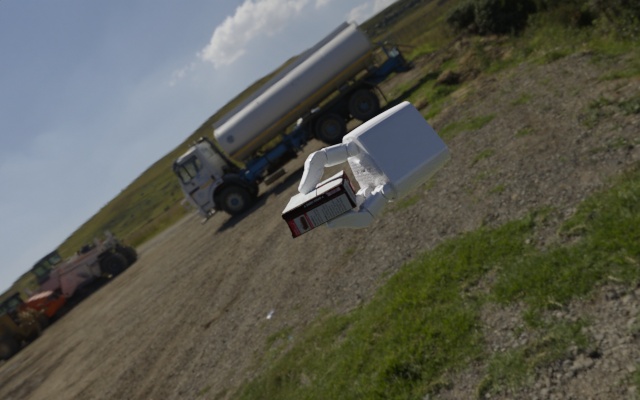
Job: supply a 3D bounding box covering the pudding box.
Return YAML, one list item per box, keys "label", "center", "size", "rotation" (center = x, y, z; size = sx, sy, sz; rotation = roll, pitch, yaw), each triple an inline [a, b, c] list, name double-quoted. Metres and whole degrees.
- label: "pudding box"
  center: [0.000, 0.002, 0.633]
  size: [0.090, 0.039, 0.113]
  rotation: [-28, 7, 8]
